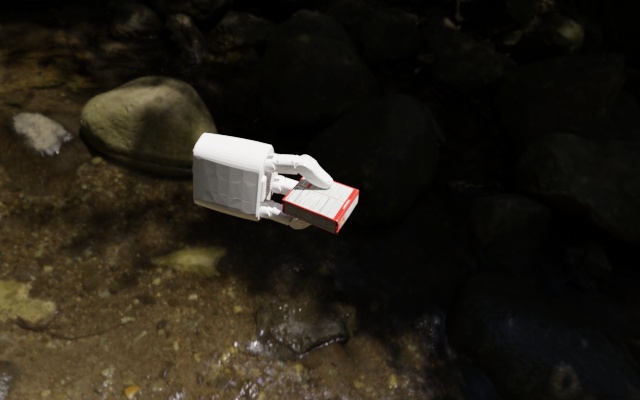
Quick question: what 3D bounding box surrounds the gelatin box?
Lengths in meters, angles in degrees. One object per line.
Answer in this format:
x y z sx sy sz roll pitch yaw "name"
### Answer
0.000 0.002 0.687 0.089 0.030 0.073 20 45 18 "gelatin box"
